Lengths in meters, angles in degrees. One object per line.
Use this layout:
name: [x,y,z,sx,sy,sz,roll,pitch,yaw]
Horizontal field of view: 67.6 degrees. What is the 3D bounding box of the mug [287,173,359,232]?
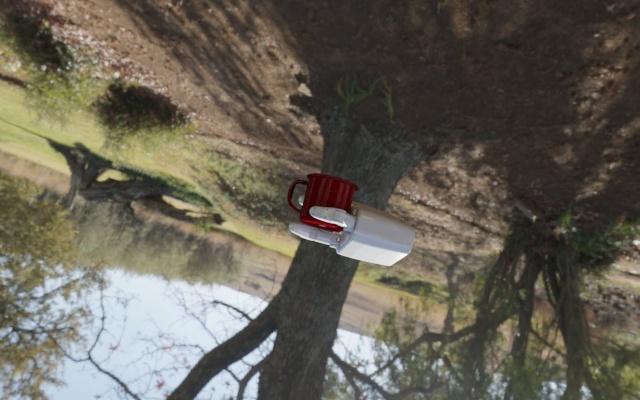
mug: [-0.001,0.002,0.824,0.117,0.081,0.093,16,-10,-10]
